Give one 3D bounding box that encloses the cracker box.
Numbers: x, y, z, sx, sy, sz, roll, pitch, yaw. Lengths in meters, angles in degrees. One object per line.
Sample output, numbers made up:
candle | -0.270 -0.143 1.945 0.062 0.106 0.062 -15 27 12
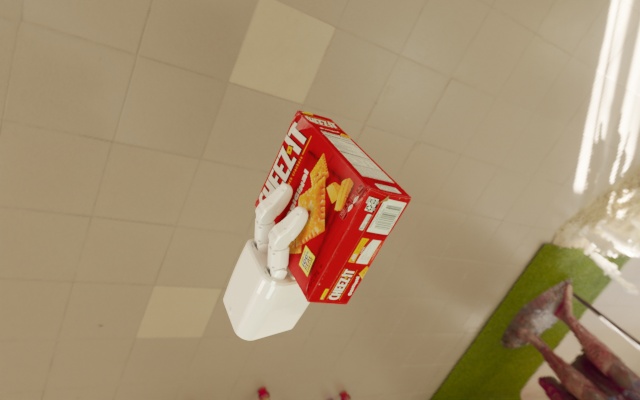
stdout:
cracker box | 0.000 0.002 0.623 0.072 0.164 0.213 12 27 -35
